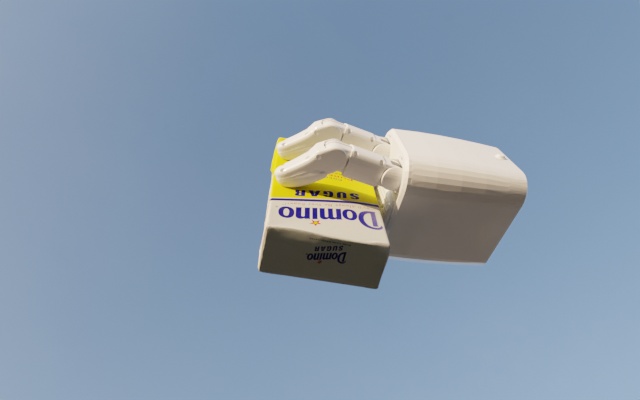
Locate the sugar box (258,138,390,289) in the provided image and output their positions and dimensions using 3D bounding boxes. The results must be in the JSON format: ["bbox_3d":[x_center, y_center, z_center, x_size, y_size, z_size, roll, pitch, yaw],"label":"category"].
[{"bbox_3d":[0.000,0.001,0.416,0.093,0.048,0.176,10,25,-8],"label":"sugar box"}]
